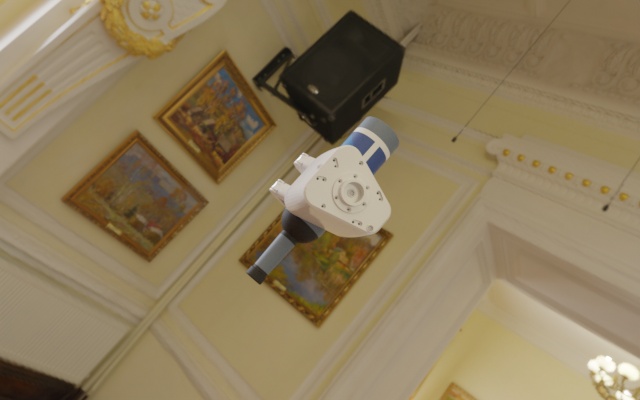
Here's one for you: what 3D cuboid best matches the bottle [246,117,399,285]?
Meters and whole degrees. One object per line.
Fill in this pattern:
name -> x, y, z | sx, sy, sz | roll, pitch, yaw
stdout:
bottle -> 0.000, 0.002, 0.702 | 0.069, 0.295, 0.069 | 39, -13, 11
